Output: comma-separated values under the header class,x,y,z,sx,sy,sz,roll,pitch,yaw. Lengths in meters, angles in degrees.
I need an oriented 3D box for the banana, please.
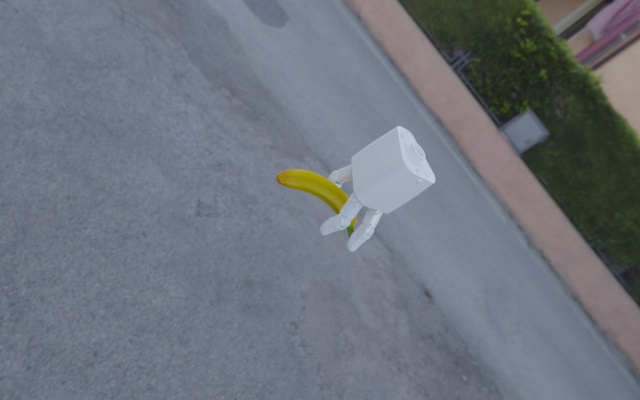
class,x,y,z,sx,sy,sz,roll,pitch,yaw
banana,0.004,-0.009,0.847,0.037,0.069,0.198,-31,-55,35
